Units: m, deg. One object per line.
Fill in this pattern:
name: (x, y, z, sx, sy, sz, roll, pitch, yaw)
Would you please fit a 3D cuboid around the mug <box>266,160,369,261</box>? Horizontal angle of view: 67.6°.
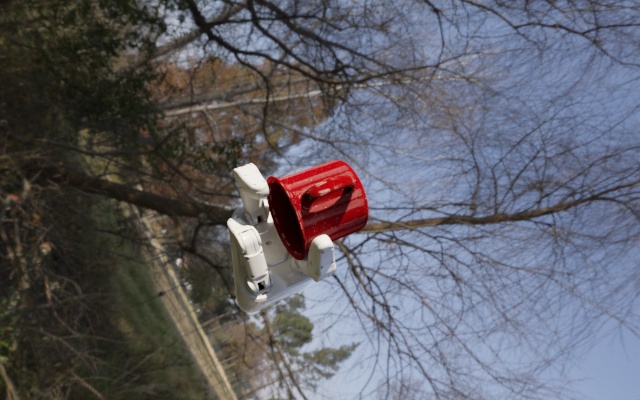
mug: (0.001, 0.001, 0.496, 0.081, 0.093, 0.117, -20, -15, -21)
